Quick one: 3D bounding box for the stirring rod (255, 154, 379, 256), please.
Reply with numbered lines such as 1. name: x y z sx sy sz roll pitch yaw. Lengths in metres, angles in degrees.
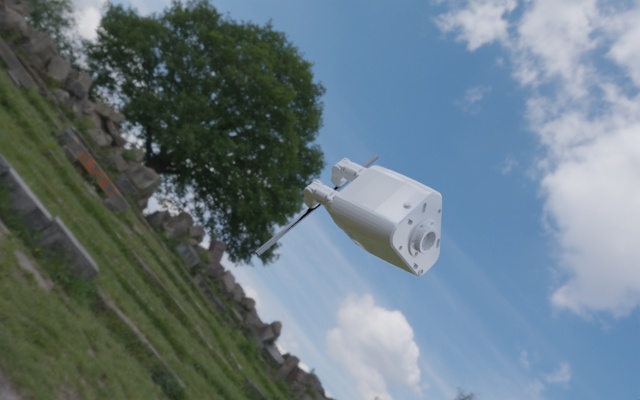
1. stirring rod: 0.000 0.002 0.695 0.239 0.011 0.011 -39 16 -21
